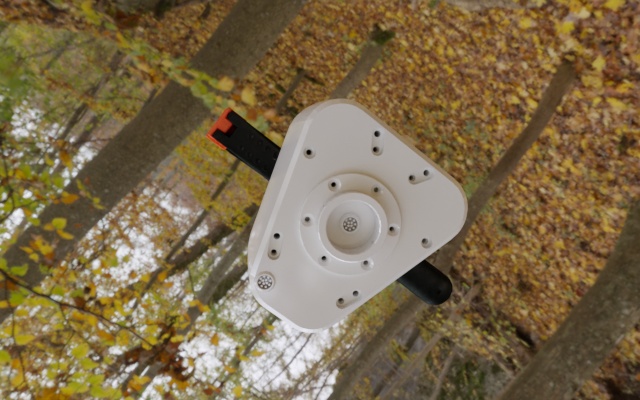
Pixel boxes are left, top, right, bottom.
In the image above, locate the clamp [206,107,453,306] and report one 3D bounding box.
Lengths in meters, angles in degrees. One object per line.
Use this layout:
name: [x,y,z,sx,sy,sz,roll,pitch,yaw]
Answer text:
clamp: [-0.001,0.002,0.400,0.210,0.036,0.164,37,-2,-8]
